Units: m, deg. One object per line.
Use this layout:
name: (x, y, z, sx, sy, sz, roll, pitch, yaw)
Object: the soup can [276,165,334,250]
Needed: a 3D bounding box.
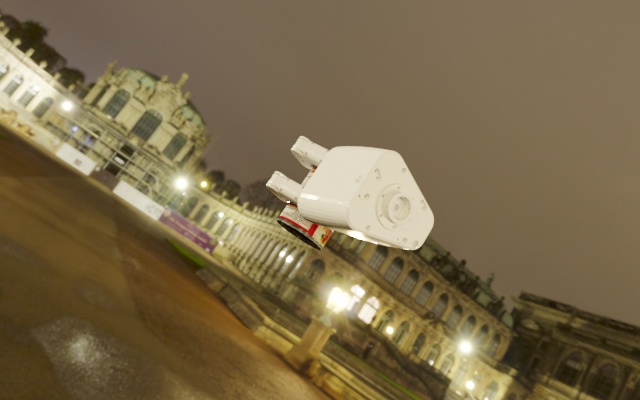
soup can: (0.000, 0.002, 0.606, 0.068, 0.102, 0.068, 32, -11, 7)
